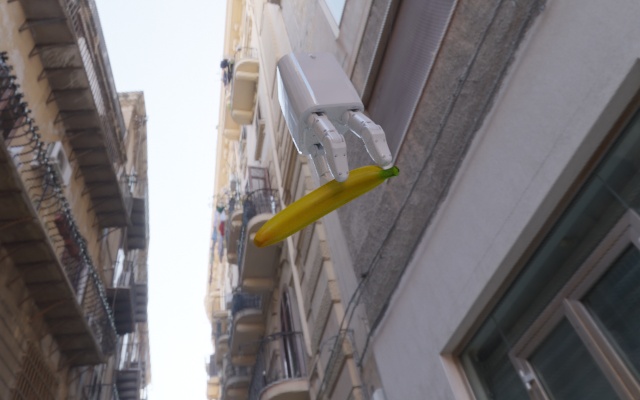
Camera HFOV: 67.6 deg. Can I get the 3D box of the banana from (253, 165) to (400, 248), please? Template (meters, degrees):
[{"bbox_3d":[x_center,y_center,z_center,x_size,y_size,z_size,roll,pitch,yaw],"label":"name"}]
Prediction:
[{"bbox_3d":[0.003,0.001,0.608,0.198,0.037,0.069,-30,-1,-2],"label":"banana"}]
